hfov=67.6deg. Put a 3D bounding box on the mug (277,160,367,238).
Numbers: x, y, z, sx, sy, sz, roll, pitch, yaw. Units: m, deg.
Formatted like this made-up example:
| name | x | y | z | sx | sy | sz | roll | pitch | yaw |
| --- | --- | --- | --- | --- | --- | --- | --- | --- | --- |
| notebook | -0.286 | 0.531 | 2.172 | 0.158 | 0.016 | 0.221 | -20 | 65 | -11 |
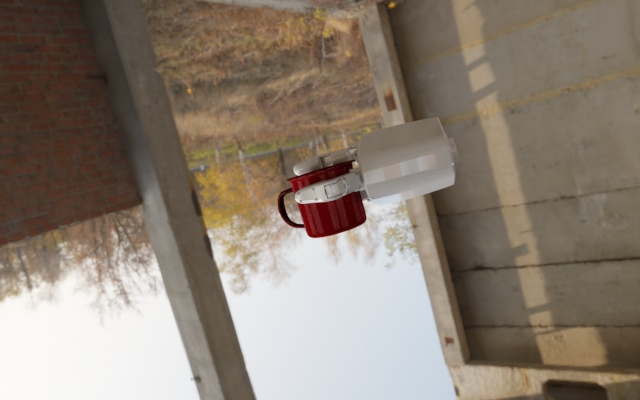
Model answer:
| name | x | y | z | sx | sy | sz | roll | pitch | yaw |
| --- | --- | --- | --- | --- | --- | --- | --- | --- | --- |
| mug | -0.001 | 0.003 | 0.618 | 0.117 | 0.081 | 0.093 | -15 | 5 | 14 |
